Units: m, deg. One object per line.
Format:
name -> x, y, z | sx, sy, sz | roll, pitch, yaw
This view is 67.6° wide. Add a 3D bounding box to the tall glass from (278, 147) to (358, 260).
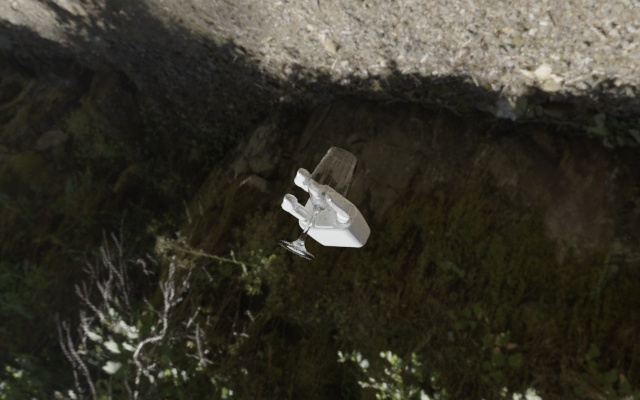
tall glass -> 0.000, 0.003, 0.872 | 0.079, 0.201, 0.079 | 25, -14, 7
